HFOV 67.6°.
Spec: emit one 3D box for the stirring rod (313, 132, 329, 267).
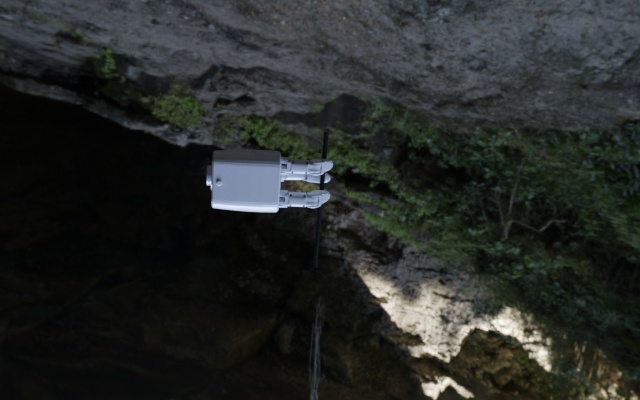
[{"bbox_3d":[0.000,0.003,0.826,0.011,0.239,0.011,4,15,-1],"label":"stirring rod"}]
